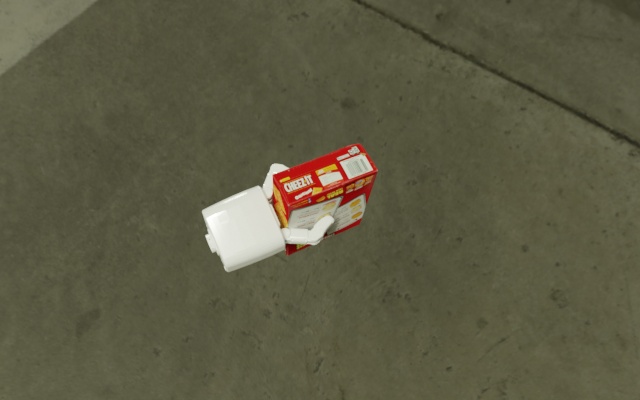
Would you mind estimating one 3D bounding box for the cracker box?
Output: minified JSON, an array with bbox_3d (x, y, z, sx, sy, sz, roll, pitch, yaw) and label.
[{"bbox_3d":[0.000,0.003,0.858,0.164,0.072,0.214,-22,-23,-15],"label":"cracker box"}]
